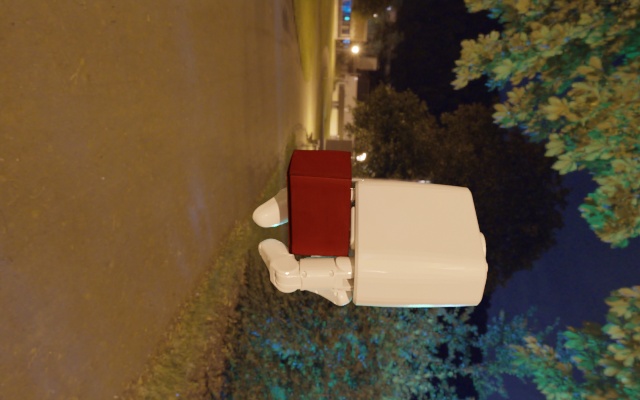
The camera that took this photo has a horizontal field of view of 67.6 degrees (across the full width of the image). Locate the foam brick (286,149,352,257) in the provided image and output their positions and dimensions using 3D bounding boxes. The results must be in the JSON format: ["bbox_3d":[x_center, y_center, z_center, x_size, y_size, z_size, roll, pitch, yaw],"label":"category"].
[{"bbox_3d":[0.000,0.001,0.406,0.051,0.078,0.053,2,30,3],"label":"foam brick"}]
